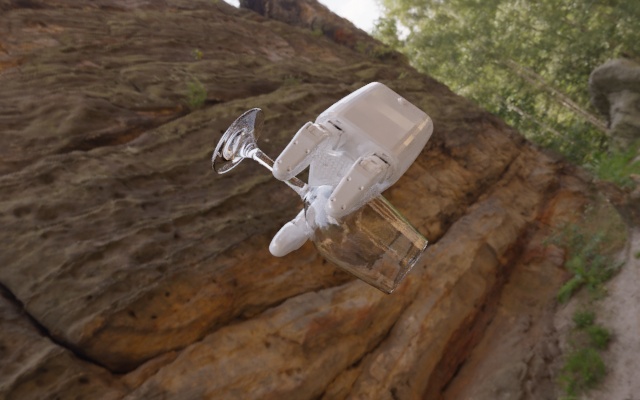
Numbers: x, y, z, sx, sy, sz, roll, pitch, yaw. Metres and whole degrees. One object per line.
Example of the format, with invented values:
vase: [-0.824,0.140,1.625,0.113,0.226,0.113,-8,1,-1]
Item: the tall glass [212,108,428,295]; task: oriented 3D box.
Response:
tall glass: [-0.001,0.001,0.444,0.201,0.079,0.079,37,7,9]
